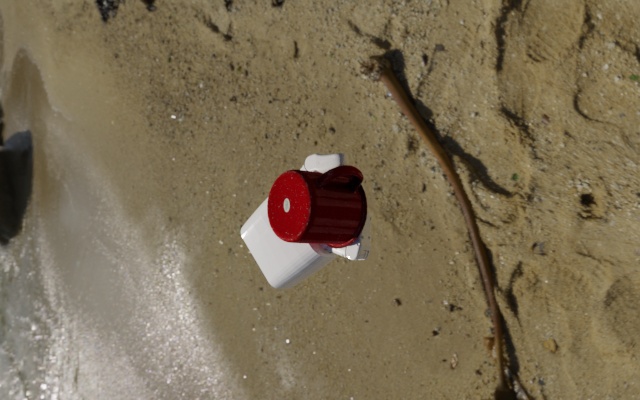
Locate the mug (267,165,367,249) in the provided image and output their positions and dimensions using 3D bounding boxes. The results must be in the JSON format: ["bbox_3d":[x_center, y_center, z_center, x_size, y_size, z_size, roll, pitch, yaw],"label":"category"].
[{"bbox_3d":[0.001,0.001,0.542,0.081,0.093,0.117,6,-39,-43],"label":"mug"}]
